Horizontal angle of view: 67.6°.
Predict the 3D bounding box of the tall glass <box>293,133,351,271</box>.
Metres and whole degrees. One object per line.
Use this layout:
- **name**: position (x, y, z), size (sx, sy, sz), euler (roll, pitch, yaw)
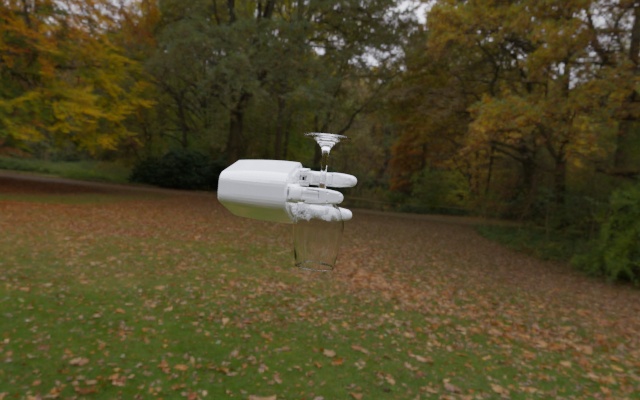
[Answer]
- **tall glass**: position (0.000, 0.002, 0.727), size (0.079, 0.201, 0.079), euler (5, 2, 0)
